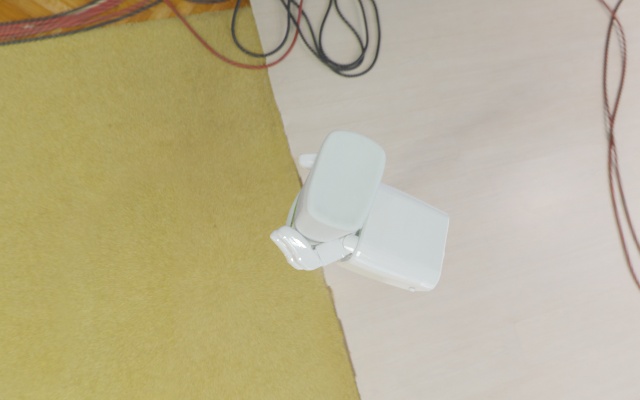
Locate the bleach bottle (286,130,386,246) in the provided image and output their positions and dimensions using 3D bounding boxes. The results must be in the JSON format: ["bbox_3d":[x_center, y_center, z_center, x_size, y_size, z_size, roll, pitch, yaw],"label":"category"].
[{"bbox_3d":[0.000,0.002,0.576,0.068,0.102,0.251,21,-13,-7],"label":"bleach bottle"}]
